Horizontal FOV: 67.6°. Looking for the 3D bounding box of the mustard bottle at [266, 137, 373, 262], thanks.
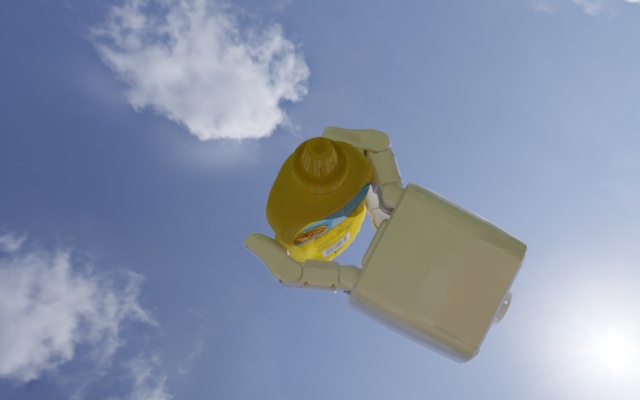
[{"bbox_3d":[0.000,0.001,0.407,0.096,0.058,0.192,-34,-18,-13],"label":"mustard bottle"}]
